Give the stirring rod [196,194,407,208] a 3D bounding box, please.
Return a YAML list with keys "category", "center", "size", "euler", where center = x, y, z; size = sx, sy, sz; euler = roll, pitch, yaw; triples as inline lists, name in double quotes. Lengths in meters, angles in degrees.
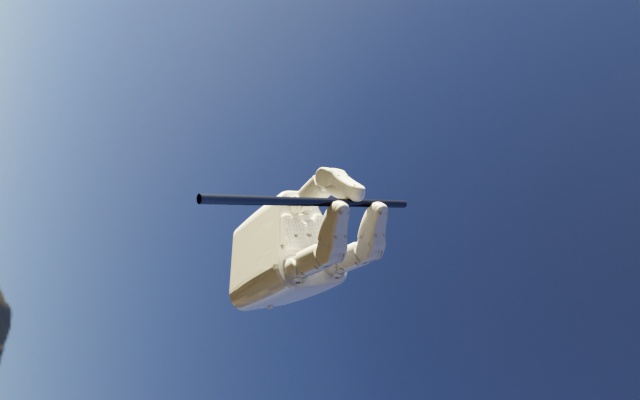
- category: "stirring rod"
  center: [0.000, 0.001, 0.431]
  size: [0.239, 0.011, 0.011]
  euler: [2, -1, -42]
